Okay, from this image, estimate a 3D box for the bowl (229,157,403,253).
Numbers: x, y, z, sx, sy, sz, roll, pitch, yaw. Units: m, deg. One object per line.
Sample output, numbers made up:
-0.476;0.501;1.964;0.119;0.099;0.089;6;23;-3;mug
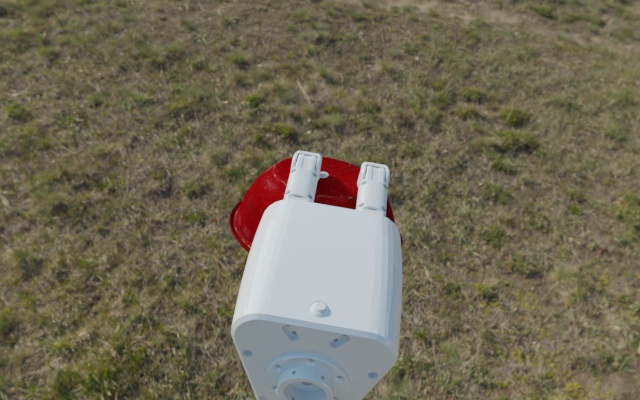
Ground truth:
0.000;0.000;0.435;0.162;0.055;0.162;7;26;-4;bowl
